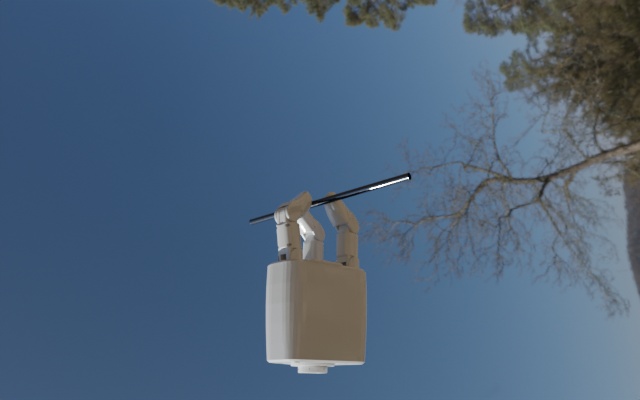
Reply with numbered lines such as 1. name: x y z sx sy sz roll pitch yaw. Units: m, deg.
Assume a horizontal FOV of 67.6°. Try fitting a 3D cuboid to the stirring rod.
1. stirring rod: 0.000 0.002 0.569 0.239 0.011 0.011 -16 -10 37
